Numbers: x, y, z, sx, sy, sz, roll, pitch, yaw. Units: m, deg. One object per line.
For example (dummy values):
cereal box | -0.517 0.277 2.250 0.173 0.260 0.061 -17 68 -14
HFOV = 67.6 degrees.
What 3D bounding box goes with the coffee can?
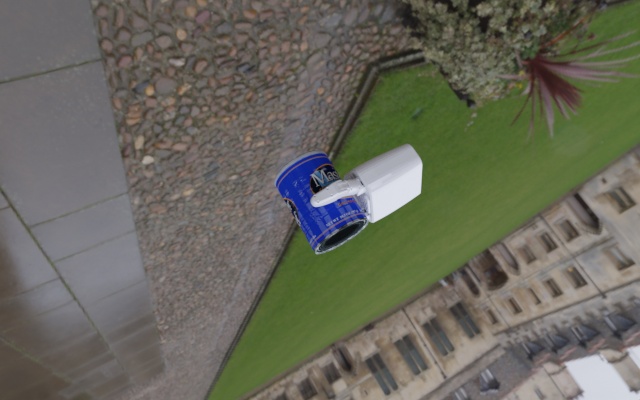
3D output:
coffee can | 0.000 0.003 0.792 0.103 0.140 0.103 -29 -18 -10
